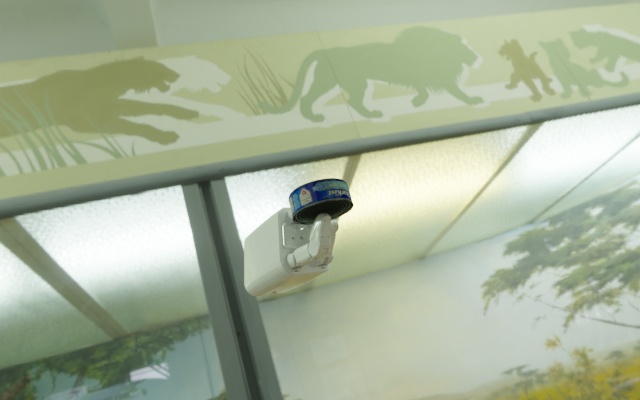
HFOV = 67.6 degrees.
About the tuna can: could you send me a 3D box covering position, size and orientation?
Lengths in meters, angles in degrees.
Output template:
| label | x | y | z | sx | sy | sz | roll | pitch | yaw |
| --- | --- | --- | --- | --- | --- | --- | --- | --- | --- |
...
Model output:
| label | x | y | z | sx | sy | sz | roll | pitch | yaw |
| --- | --- | --- | --- | --- | --- | --- | --- | --- | --- |
| tuna can | 0.000 | 0.002 | 0.652 | 0.086 | 0.033 | 0.086 | -13 | -20 | -5 |
